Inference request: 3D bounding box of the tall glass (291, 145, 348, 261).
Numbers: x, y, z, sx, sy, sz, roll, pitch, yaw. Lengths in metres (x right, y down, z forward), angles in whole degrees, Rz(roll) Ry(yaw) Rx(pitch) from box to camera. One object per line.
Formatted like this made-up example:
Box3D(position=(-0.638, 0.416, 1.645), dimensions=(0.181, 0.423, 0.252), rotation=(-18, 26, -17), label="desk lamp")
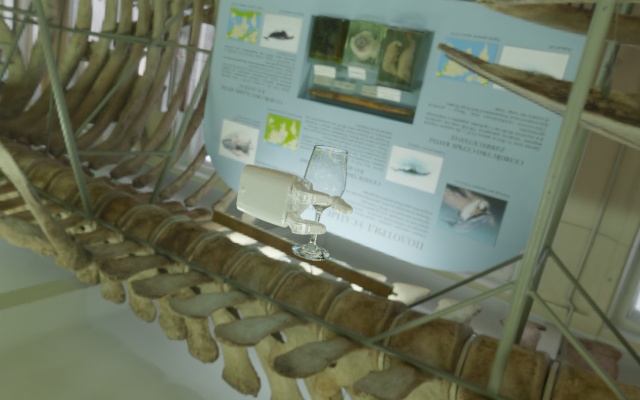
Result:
Box3D(position=(0.000, 0.004, 0.874), dimensions=(0.079, 0.201, 0.079), rotation=(11, 14, -3), label="tall glass")
